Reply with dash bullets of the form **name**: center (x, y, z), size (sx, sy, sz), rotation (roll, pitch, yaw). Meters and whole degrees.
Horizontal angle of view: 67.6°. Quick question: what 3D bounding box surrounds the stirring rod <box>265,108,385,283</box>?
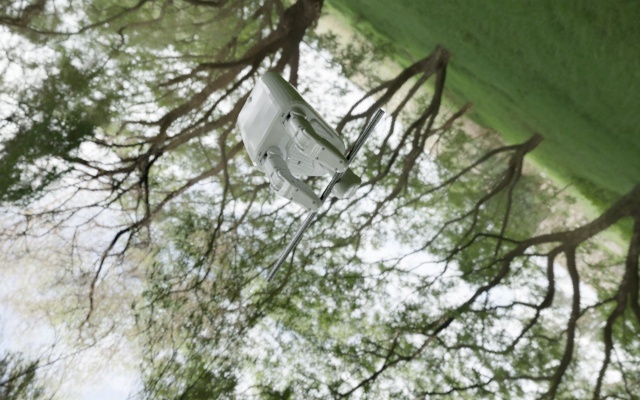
- **stirring rod**: center (0.000, 0.002, 0.527), size (0.011, 0.239, 0.011), rotation (29, 21, -12)
